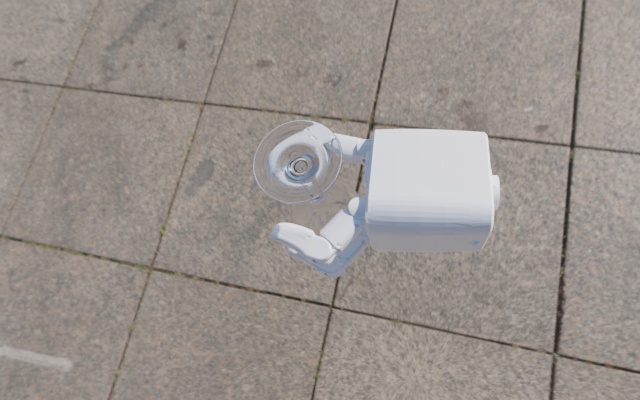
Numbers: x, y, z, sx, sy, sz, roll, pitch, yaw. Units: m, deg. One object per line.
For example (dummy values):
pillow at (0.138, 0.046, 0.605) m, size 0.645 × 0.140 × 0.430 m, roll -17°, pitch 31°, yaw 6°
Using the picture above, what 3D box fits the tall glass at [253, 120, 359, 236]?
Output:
tall glass at (0.000, 0.001, 0.474) m, size 0.079 × 0.079 × 0.201 m, roll 0°, pitch -20°, yaw 11°
